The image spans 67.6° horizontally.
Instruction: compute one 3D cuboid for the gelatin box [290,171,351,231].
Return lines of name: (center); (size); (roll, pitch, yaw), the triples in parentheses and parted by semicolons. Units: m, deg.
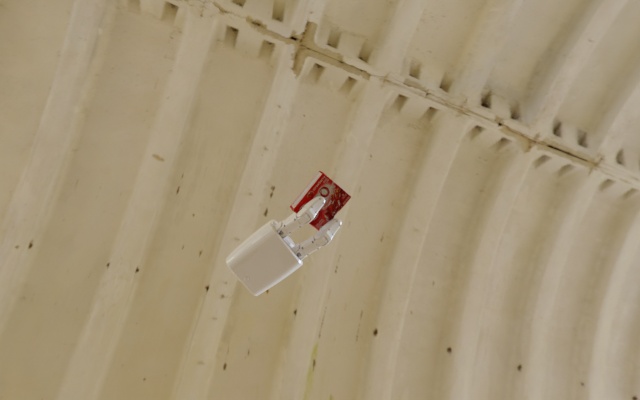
gelatin box: (0.000, 0.002, 0.874); (0.073, 0.089, 0.030); (39, 1, -20)
